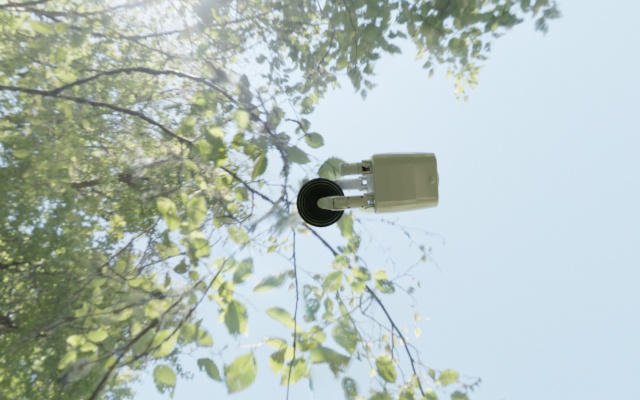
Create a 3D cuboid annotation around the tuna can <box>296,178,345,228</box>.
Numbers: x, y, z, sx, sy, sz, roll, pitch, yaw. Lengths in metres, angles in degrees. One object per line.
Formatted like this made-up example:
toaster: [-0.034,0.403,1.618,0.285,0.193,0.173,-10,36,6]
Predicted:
tuna can: [0.000,0.003,0.833,0.086,0.086,0.033,0,6,-4]
